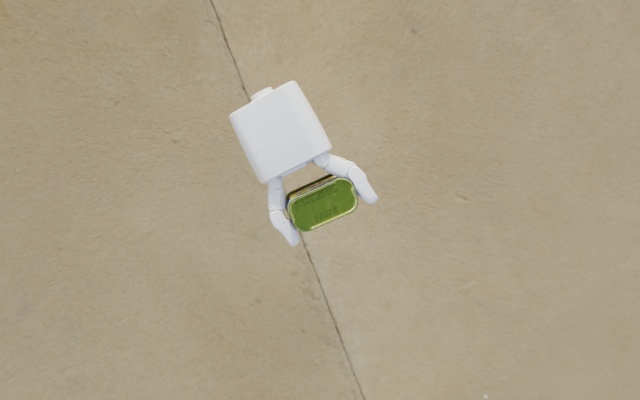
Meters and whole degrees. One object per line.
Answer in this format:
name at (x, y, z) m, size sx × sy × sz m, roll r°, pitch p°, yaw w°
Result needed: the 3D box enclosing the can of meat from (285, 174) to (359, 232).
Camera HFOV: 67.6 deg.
can of meat at (0.000, 0.002, 0.686) m, size 0.102 × 0.057 × 0.084 m, roll -24°, pitch 7°, yaw -3°
